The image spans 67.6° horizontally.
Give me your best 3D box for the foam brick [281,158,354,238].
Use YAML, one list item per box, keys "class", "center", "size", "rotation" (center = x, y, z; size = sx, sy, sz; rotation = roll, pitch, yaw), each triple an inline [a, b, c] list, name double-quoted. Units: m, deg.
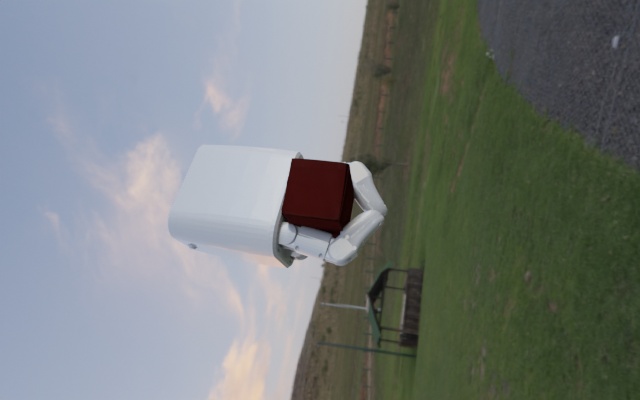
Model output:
- class: "foam brick"
  center: [0.000, 0.001, 0.432]
  size: [0.051, 0.053, 0.078]
  rotation: [8, -17, 10]
